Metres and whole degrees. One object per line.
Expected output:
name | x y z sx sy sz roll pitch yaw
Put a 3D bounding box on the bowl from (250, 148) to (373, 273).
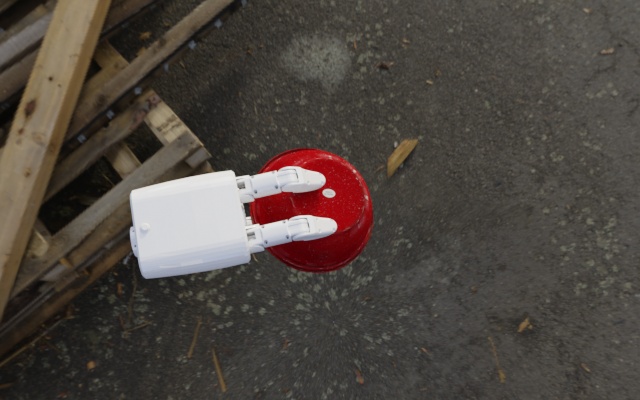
bowl | 0.001 0.001 0.568 0.162 0.162 0.055 0 -18 -20
